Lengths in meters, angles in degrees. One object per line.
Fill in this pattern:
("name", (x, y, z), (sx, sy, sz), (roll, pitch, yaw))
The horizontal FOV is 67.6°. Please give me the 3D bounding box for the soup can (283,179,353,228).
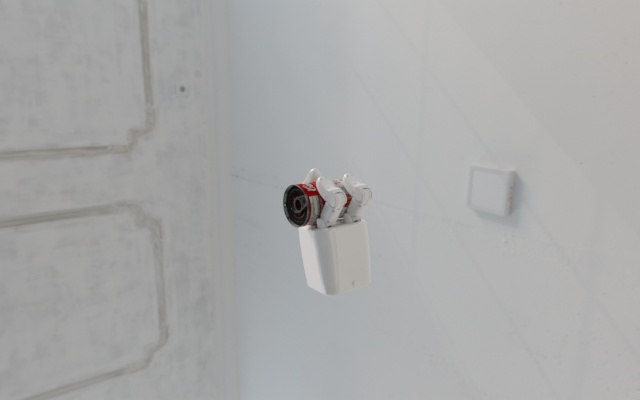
("soup can", (0.000, 0.002, 0.773), (0.102, 0.068, 0.068), (-9, 6, -37))
